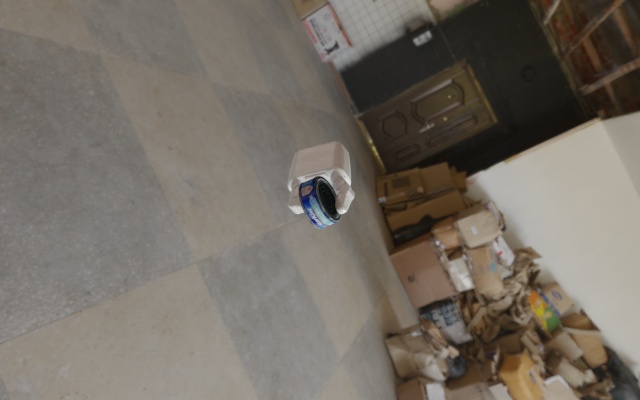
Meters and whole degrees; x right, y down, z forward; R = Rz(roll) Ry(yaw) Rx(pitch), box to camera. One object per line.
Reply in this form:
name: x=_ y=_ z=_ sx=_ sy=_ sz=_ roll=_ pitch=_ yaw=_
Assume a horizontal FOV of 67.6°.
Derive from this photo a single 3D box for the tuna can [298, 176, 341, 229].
tuna can: x=0.001 y=0.002 z=0.804 sx=0.034 sy=0.086 sz=0.086 roll=-24 pitch=-10 yaw=22
